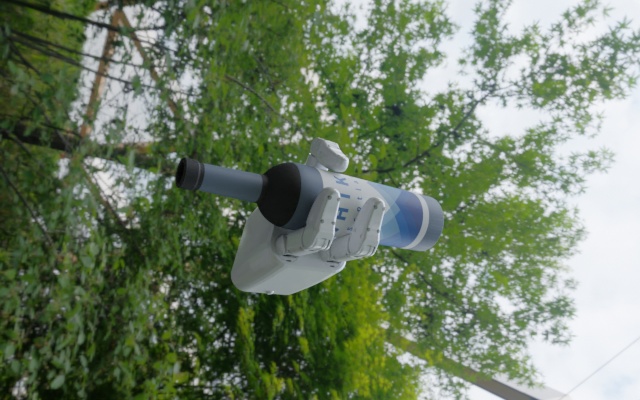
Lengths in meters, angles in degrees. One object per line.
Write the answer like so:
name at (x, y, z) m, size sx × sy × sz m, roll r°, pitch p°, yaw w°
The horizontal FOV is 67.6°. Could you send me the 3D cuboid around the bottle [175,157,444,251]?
bottle at (0.000, 0.002, 0.494) m, size 0.296 × 0.069 × 0.069 m, roll 12°, pitch -6°, yaw -32°
